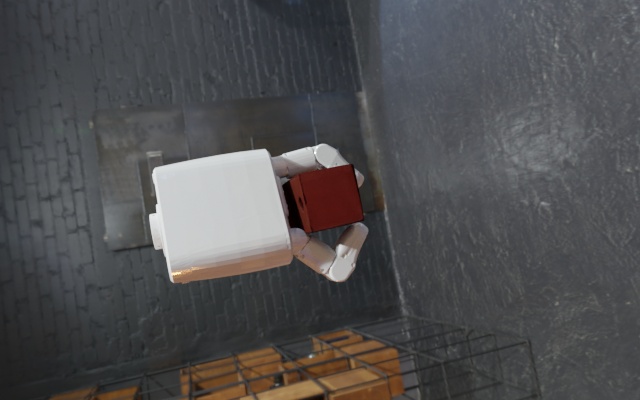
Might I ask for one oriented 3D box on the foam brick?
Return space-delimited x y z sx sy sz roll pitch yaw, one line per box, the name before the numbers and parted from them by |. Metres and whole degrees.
foam brick | 0.000 0.001 0.444 0.051 0.053 0.078 -11 -3 -17
